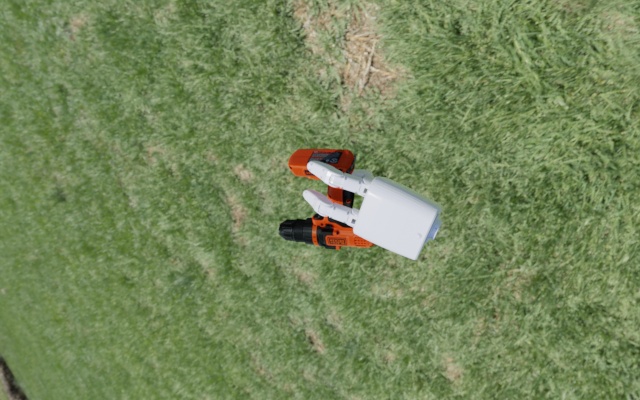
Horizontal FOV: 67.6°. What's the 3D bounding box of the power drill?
[{"bbox_3d":[0.000,0.002,0.820,0.184,0.188,0.057,1,39,17],"label":"power drill"}]
